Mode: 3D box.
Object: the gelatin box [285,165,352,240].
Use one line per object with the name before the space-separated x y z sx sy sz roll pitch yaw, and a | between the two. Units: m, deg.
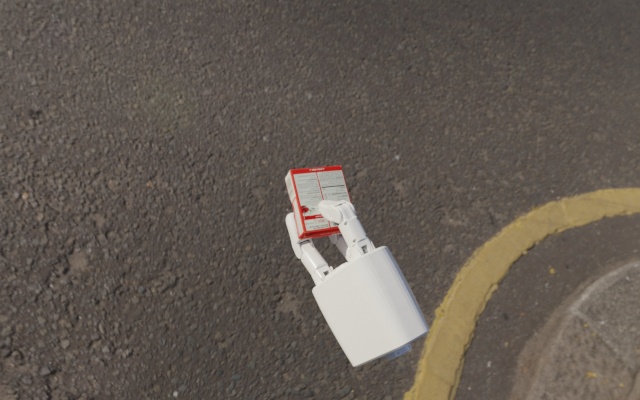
gelatin box | 0.000 0.002 0.615 0.073 0.089 0.030 -7 -19 -22
